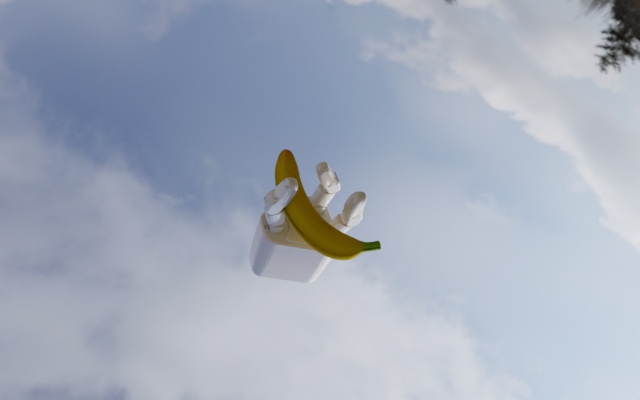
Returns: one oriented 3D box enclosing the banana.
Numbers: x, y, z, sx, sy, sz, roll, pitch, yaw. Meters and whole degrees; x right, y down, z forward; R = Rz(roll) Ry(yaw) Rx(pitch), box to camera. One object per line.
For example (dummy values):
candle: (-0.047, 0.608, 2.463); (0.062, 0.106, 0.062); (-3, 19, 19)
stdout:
banana: (-0.012, 0.013, 0.626); (0.069, 0.197, 0.037); (-31, -24, -27)
